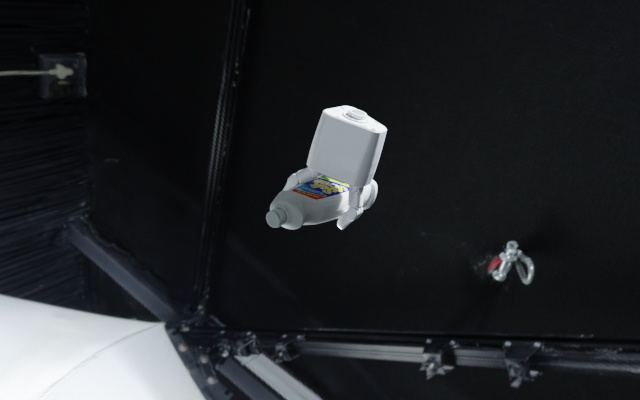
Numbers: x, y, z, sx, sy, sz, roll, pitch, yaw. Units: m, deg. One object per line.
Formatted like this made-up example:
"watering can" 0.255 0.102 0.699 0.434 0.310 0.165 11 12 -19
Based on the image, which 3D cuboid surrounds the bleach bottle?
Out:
"bleach bottle" 0.000 0.003 0.872 0.102 0.068 0.250 30 31 25
